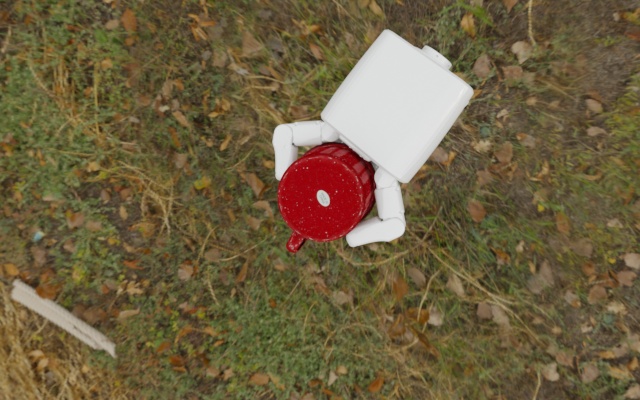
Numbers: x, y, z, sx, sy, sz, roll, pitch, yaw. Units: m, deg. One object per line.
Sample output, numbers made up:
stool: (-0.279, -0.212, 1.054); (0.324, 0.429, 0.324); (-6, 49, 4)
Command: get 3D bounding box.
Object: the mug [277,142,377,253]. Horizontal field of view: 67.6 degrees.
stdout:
mug: (-0.001, 0.003, 0.465); (0.093, 0.117, 0.081); (36, 14, 3)
